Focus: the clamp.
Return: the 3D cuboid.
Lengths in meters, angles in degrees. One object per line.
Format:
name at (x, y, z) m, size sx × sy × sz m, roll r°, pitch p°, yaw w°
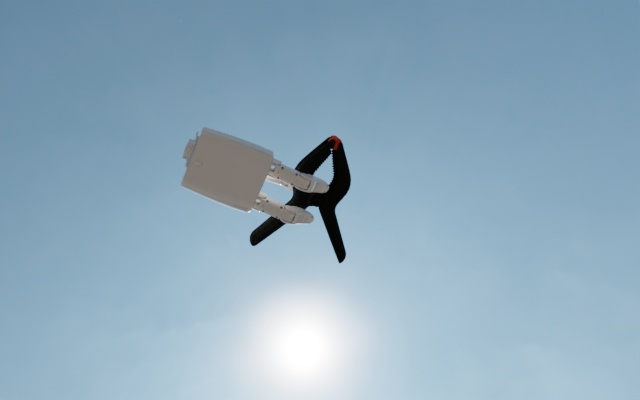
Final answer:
clamp at (0.000, 0.002, 0.759) m, size 0.164 × 0.210 × 0.036 m, roll 20°, pitch 14°, yaw -21°
